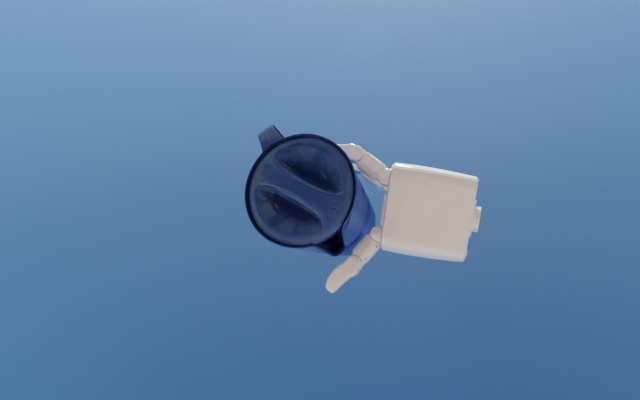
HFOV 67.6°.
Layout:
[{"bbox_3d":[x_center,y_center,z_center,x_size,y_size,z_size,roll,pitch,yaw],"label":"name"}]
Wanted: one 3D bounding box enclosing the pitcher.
[{"bbox_3d":[0.000,0.002,0.647,0.145,0.149,0.243,9,-9,16],"label":"pitcher"}]
